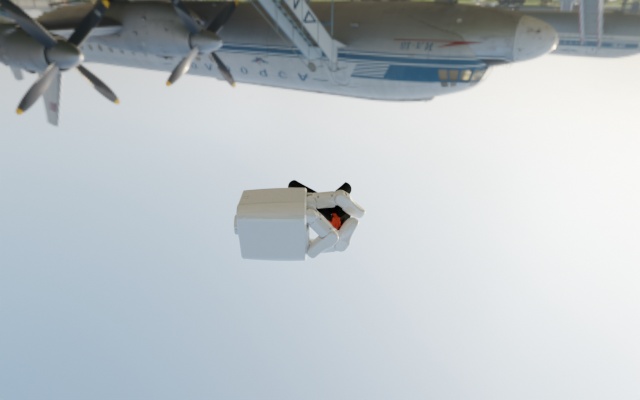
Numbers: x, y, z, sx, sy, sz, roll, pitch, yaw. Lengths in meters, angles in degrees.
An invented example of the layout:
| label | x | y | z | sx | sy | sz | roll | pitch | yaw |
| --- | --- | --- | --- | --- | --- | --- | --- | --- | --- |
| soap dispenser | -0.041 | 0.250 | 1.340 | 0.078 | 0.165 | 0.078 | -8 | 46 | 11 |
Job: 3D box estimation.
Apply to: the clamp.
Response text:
| label | x | y | z | sx | sy | sz | roll | pitch | yaw |
| --- | --- | --- | --- | --- | --- | --- | --- | --- | --- |
| clamp | 0.000 | 0.003 | 0.841 | 0.120 | 0.039 | 0.171 | 0 | 22 | -1 |
